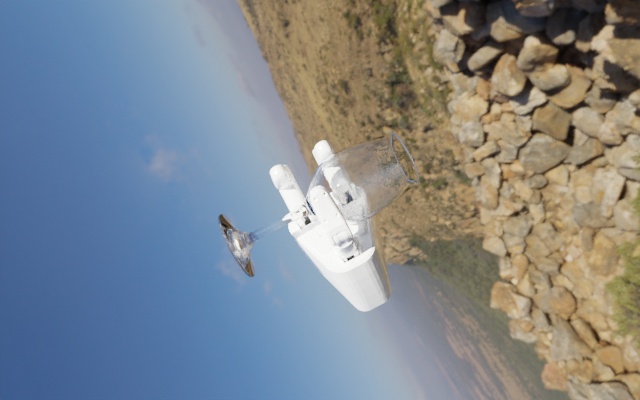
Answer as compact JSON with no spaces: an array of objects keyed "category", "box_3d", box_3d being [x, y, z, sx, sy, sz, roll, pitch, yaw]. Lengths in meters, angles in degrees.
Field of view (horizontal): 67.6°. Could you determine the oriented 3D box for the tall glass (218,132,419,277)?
[{"category":"tall glass","box_3d":[-0.001,0.002,0.500,0.201,0.079,0.079,-28,0,0]}]
